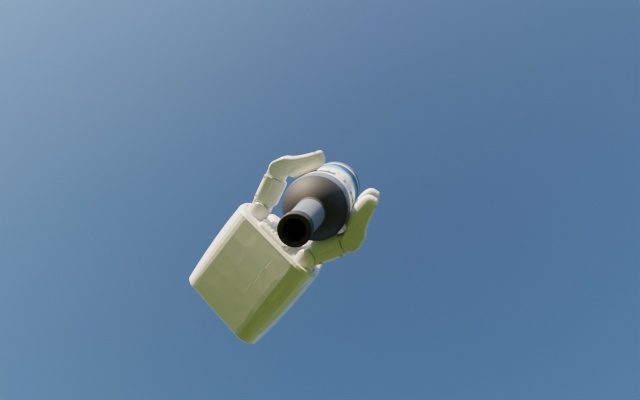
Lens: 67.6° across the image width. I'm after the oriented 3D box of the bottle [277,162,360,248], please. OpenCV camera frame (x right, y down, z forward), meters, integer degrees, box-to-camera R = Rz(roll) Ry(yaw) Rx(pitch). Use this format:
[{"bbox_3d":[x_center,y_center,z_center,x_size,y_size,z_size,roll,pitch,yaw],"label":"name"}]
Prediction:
[{"bbox_3d":[0.000,0.002,0.507,0.069,0.069,0.295,0,8,8],"label":"bottle"}]
